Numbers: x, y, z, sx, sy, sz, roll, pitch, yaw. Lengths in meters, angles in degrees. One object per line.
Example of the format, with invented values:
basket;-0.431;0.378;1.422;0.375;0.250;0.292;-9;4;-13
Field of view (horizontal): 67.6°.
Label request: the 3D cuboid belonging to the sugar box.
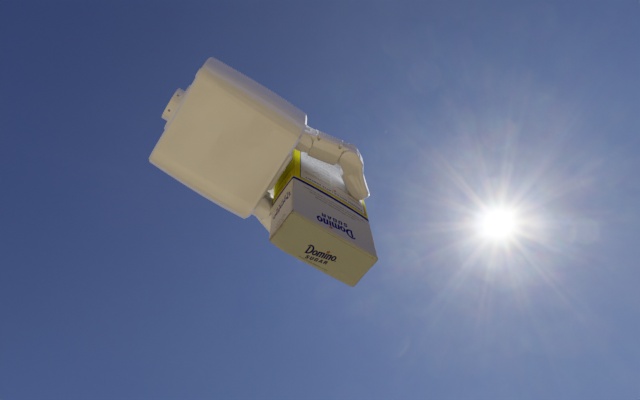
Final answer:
sugar box;0.000;0.002;0.484;0.093;0.048;0.176;30;26;-17
